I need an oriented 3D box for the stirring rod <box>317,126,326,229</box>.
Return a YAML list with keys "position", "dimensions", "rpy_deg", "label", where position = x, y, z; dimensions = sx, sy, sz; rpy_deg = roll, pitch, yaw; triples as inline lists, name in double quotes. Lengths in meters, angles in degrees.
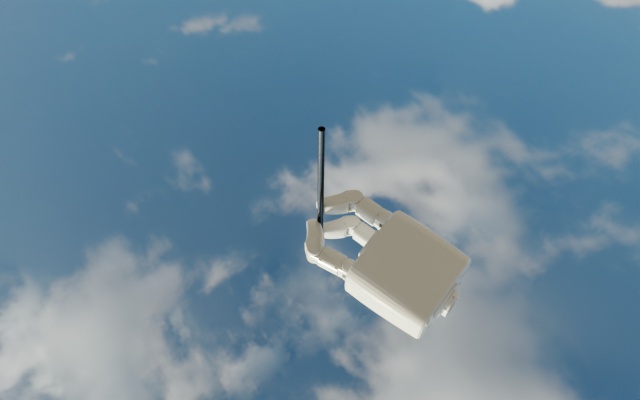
- position: [0.000, 0.002, 0.587]
  dimensions: [0.011, 0.011, 0.240]
  rpy_deg: [0, -39, -1]
  label: "stirring rod"
